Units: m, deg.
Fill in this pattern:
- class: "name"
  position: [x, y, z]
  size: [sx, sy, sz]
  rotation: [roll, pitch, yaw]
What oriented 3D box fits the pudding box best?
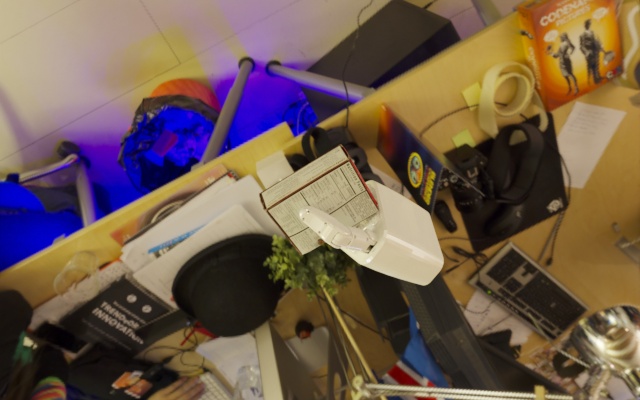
- class: "pudding box"
  position: [0.000, 0.002, 0.555]
  size: [0.113, 0.090, 0.039]
  rotation: [-32, 37, 3]
